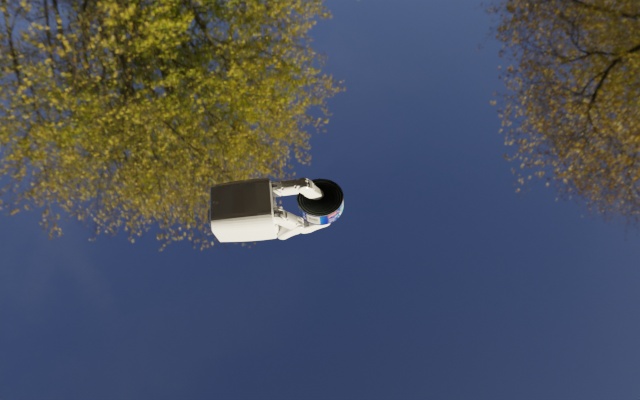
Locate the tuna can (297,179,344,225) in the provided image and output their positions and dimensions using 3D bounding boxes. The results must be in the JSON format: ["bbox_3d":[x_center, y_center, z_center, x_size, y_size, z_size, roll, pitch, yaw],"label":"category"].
[{"bbox_3d":[0.000,0.003,0.882,0.086,0.086,0.034,0,-36,4],"label":"tuna can"}]
